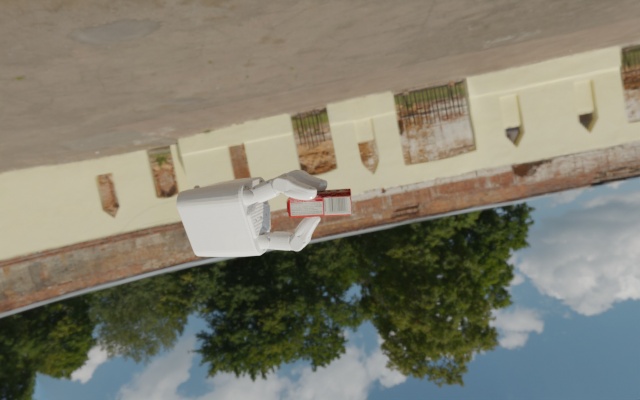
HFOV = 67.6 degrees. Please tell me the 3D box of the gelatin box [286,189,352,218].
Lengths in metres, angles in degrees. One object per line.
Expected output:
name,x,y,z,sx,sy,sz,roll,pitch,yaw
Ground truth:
gelatin box,0.000,0.003,0.681,0.089,0.030,0.073,-3,9,4
